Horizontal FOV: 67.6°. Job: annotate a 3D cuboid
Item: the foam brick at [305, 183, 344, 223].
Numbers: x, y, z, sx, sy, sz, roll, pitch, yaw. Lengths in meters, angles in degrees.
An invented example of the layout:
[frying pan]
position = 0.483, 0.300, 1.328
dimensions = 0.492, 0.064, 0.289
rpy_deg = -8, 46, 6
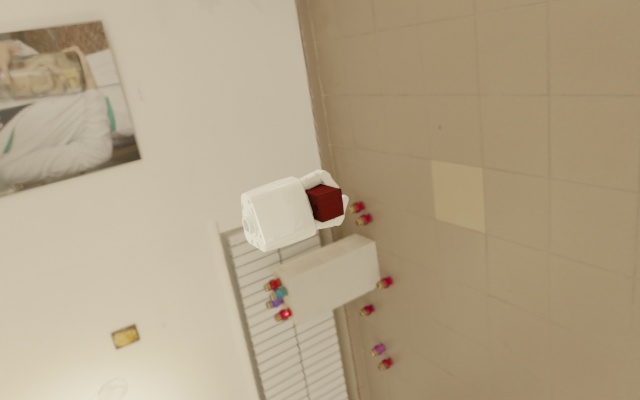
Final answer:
[foam brick]
position = 0.000, 0.003, 0.893
dimensions = 0.051, 0.053, 0.078
rpy_deg = -19, 19, -28
